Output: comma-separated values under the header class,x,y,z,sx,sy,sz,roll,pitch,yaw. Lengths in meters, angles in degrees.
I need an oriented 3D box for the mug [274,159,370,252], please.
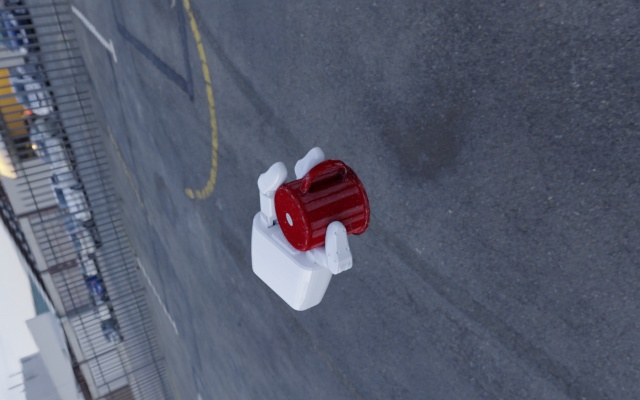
class,x,y,z,sx,sy,sz,roll,pitch,yaw
mug,0.000,0.001,0.551,0.081,0.117,0.093,-20,54,-27
